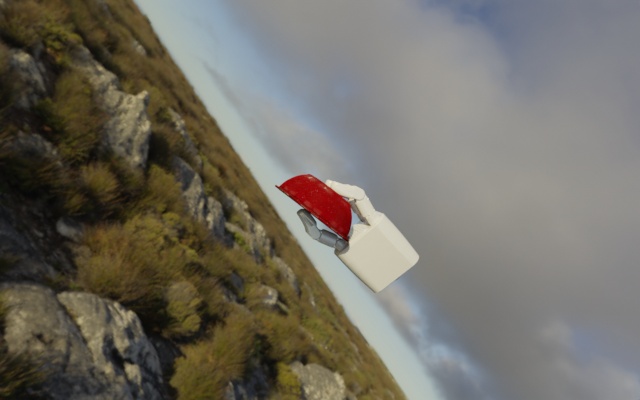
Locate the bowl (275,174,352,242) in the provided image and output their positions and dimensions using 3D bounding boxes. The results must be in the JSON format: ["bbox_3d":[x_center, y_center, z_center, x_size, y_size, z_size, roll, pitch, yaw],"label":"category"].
[{"bbox_3d":[-0.001,0.002,0.828,0.162,0.055,0.162,37,-2,2],"label":"bowl"}]
